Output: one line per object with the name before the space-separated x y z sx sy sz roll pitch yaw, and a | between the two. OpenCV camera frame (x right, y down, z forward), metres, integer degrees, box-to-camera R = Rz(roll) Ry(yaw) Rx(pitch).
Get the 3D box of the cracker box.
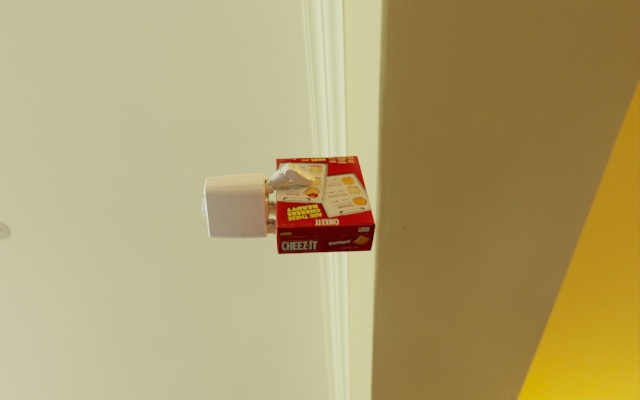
cracker box | 0.000 0.003 0.872 0.164 0.072 0.213 -2 37 -4
